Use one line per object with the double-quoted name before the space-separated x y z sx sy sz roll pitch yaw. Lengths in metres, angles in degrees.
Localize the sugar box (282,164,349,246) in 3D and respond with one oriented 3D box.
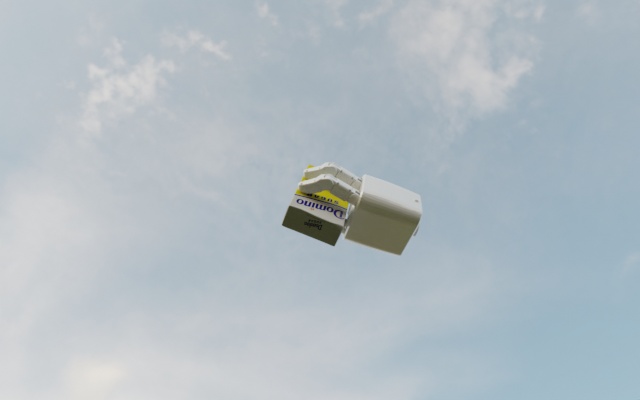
"sugar box" 0.000 0.002 0.811 0.093 0.048 0.176 22 24 -2
